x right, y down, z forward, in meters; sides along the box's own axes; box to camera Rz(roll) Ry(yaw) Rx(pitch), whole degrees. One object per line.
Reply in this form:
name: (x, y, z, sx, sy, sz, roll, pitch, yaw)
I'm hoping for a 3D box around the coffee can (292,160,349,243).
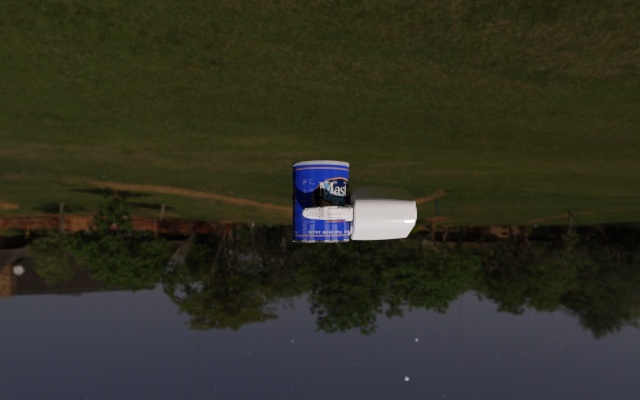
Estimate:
coffee can: (0.000, 0.003, 0.858, 0.103, 0.140, 0.103, 0, -2, 0)
